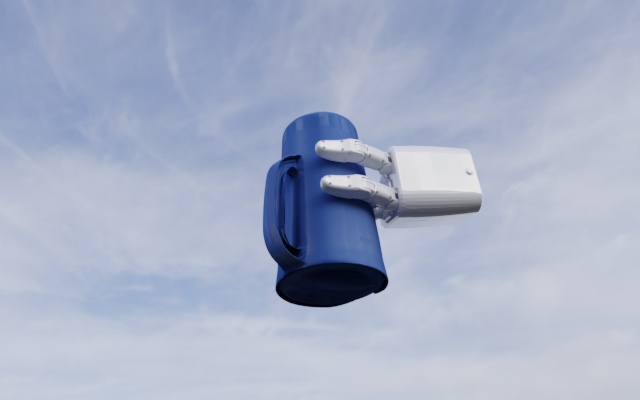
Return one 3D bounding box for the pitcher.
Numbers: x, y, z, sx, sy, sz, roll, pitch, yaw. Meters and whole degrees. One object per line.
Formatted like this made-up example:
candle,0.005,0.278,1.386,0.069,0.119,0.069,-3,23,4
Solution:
pitcher,0.000,0.002,0.612,0.145,0.242,0.149,-1,-32,-6
